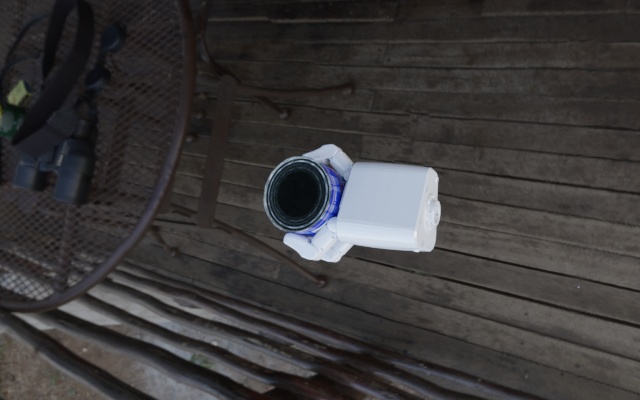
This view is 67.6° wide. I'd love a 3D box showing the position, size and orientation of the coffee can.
[{"bbox_3d":[0.000,0.002,0.684,0.103,0.103,0.140,0,-9,28],"label":"coffee can"}]
